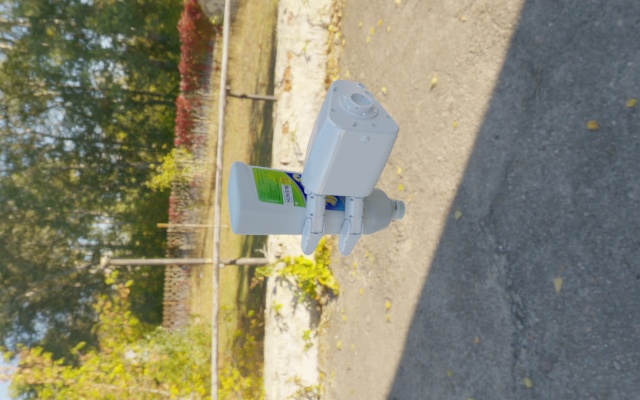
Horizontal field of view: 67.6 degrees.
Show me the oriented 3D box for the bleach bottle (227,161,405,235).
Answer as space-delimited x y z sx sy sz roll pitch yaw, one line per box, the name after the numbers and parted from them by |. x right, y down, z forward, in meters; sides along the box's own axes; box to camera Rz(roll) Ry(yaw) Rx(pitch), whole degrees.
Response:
0.000 0.002 0.677 0.251 0.102 0.068 3 -44 -20 | bleach bottle
